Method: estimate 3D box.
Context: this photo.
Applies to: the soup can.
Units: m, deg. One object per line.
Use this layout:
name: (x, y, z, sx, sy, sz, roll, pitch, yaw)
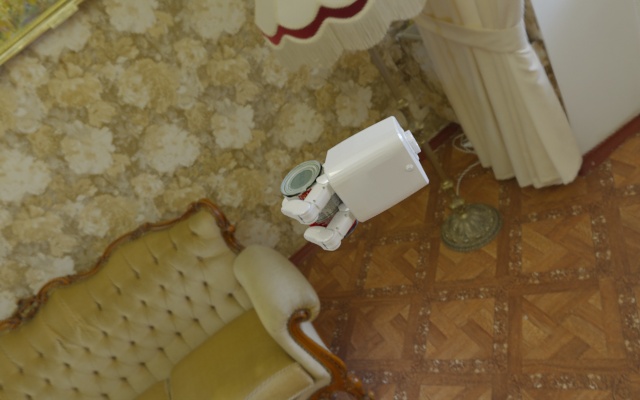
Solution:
soup can: (0.000, 0.002, 0.665, 0.068, 0.068, 0.102, 0, -41, 45)
